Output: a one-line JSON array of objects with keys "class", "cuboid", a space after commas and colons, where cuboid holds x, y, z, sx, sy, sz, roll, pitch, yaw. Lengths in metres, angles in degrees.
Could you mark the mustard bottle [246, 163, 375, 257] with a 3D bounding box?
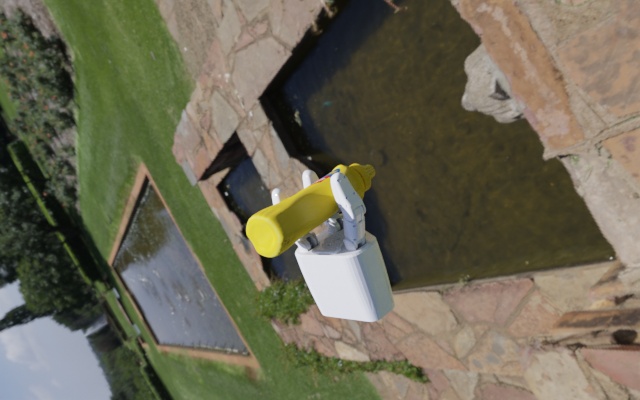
[{"class": "mustard bottle", "cuboid": [0.000, 0.002, 0.621, 0.191, 0.058, 0.096, -31, -2, -29]}]
